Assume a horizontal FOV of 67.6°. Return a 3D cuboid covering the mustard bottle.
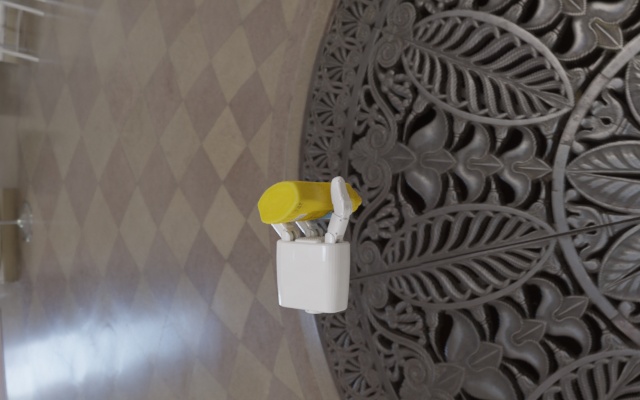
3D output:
[{"bbox_3d":[0.000,0.002,0.777,0.191,0.058,0.096,-1,-22,-45],"label":"mustard bottle"}]
